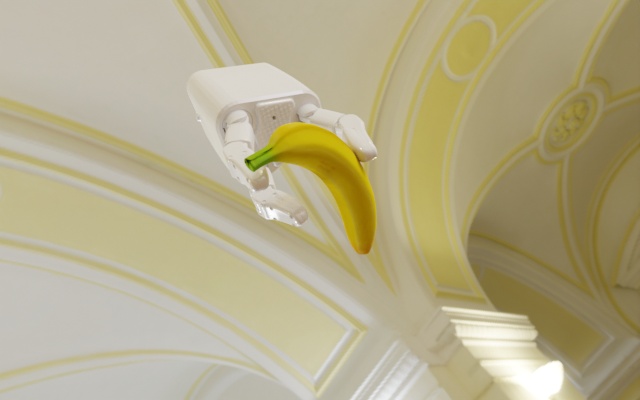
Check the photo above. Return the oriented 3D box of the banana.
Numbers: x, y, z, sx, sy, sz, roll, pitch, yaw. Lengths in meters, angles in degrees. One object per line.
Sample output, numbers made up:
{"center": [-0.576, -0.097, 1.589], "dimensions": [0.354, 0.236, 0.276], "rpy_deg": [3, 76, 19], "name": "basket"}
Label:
{"center": [0.010, -0.014, 0.430], "dimensions": [0.037, 0.069, 0.198], "rpy_deg": [40, 0, 43], "name": "banana"}
